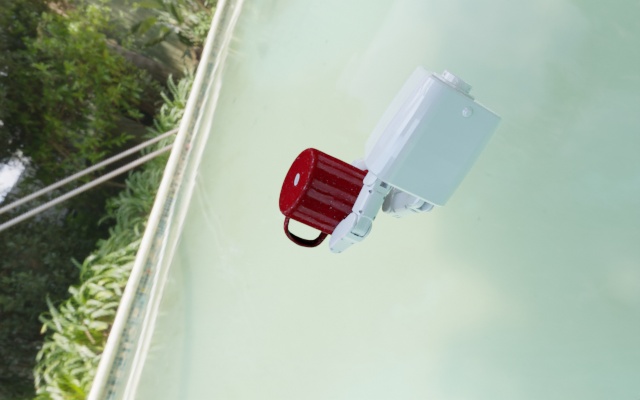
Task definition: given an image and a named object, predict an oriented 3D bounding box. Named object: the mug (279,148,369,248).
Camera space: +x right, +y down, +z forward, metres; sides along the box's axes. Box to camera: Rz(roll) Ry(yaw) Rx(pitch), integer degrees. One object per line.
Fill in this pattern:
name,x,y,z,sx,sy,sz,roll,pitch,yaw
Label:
mug,-0.001,0.003,0.537,0.081,0.117,0.093,23,23,-22
